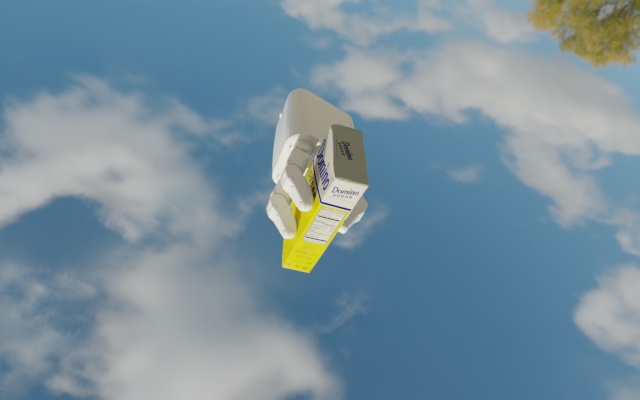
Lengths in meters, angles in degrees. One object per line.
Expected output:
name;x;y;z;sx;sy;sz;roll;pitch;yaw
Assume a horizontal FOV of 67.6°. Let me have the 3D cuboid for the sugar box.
sugar box;0.000;0.002;0.582;0.048;0.093;0.176;12;-44;-15
